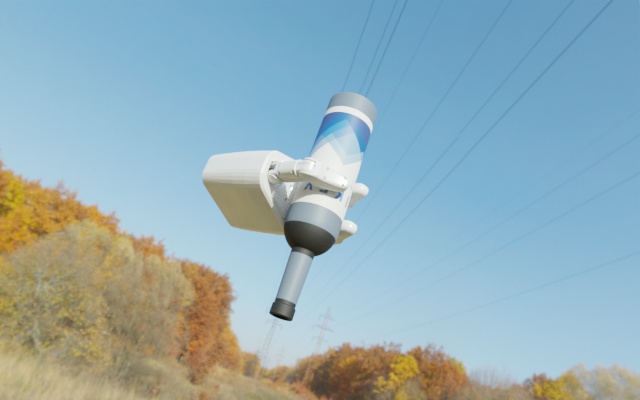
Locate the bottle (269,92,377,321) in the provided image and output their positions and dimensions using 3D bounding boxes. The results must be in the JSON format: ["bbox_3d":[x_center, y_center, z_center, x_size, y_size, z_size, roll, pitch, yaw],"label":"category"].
[{"bbox_3d":[0.000,0.002,0.586,0.069,0.295,0.069,16,-24,7],"label":"bottle"}]
